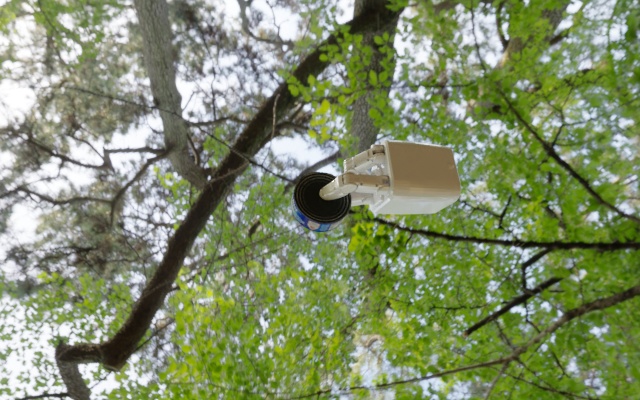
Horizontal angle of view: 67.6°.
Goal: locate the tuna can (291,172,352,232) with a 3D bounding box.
[{"bbox_3d":[0.000,0.003,0.699,0.086,0.086,0.034,0,-29,-15],"label":"tuna can"}]
